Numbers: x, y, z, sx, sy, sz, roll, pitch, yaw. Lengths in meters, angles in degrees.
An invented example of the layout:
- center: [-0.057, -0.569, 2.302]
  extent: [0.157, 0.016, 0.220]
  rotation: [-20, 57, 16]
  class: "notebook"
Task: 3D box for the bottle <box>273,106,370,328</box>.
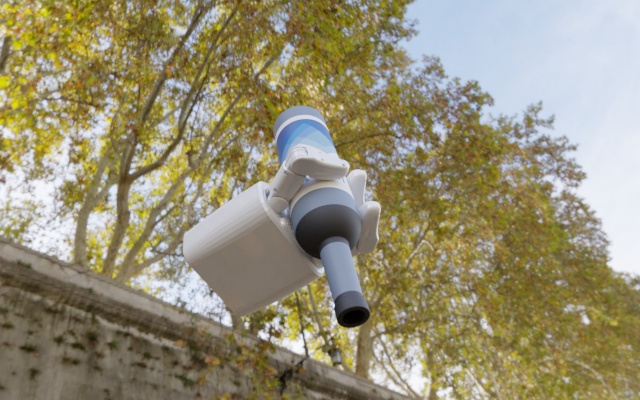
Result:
- center: [0.000, 0.001, 0.491]
  extent: [0.069, 0.069, 0.295]
  rotation: [0, 39, -13]
  class: "bottle"
